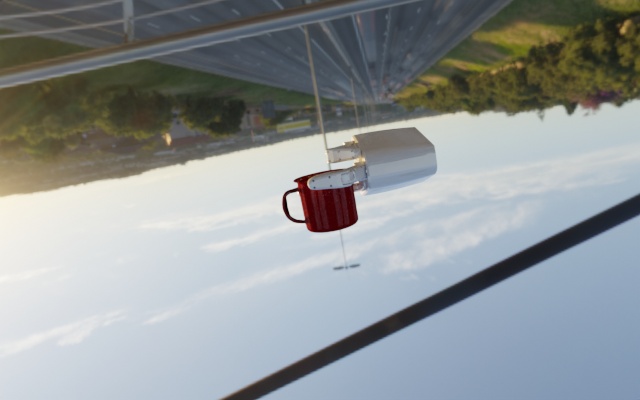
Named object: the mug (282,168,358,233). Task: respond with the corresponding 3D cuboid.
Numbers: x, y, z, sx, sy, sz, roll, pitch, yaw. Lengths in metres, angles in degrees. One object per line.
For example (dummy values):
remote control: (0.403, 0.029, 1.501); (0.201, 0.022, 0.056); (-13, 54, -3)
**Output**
mug: (-0.001, 0.003, 0.724); (0.117, 0.081, 0.093); (-11, 10, -3)
